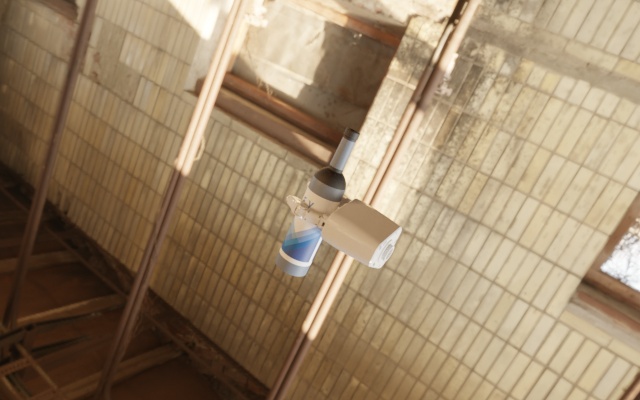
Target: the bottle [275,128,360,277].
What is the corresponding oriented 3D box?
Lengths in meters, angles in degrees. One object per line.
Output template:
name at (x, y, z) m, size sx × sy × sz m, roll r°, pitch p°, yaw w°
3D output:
bottle at (0.000, 0.003, 0.897) m, size 0.069 × 0.296 × 0.069 m, roll 22°, pitch 17°, yaw -7°
